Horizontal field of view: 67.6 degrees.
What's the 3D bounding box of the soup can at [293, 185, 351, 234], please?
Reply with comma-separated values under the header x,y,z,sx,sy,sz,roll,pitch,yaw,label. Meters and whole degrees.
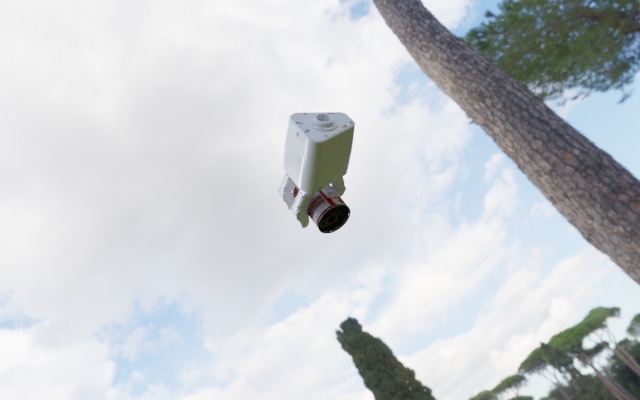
x,y,z,sx,sy,sz,roll,pitch,yaw,label
0.000,0.003,0.884,0.068,0.068,0.102,0,38,-40,soup can
